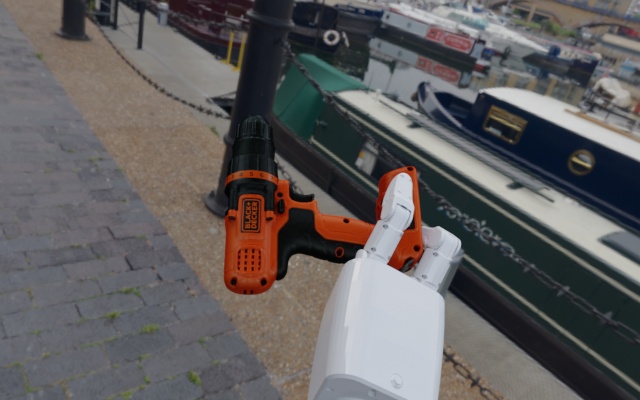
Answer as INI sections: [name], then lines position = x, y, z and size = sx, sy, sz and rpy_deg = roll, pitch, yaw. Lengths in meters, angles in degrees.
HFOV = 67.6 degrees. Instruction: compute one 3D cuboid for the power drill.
[power drill]
position = 0.001, 0.002, 0.471
size = 0.187, 0.184, 0.057
rpy_deg = 2, -22, -6
